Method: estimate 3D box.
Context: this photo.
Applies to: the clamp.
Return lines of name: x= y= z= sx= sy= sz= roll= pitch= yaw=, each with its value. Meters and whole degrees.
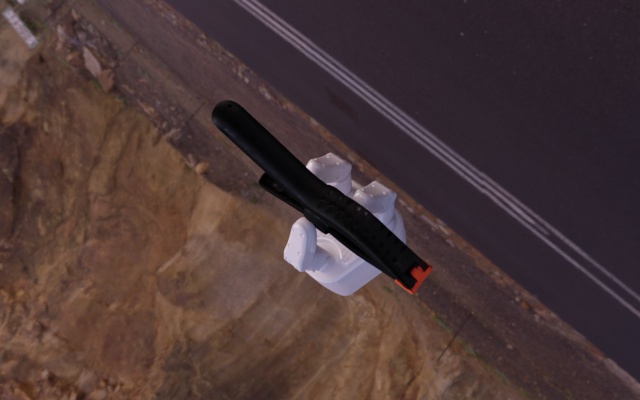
clamp: x=0.000 y=0.002 z=0.407 sx=0.210 sy=0.036 sz=0.165 roll=36 pitch=-9 yaw=23
